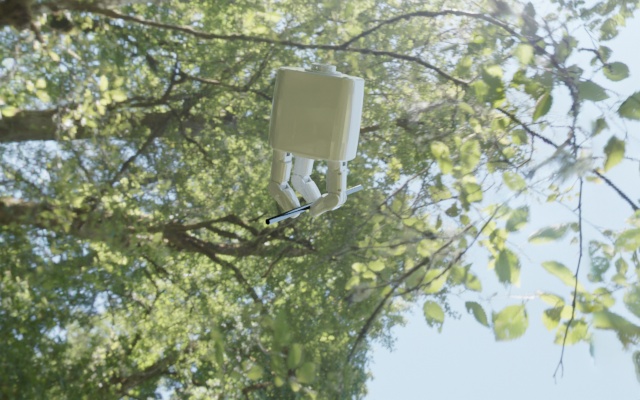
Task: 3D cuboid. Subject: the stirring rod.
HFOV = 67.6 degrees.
[{"bbox_3d":[0.000,0.002,0.692,0.011,0.011,0.239,0,12,34],"label":"stirring rod"}]
